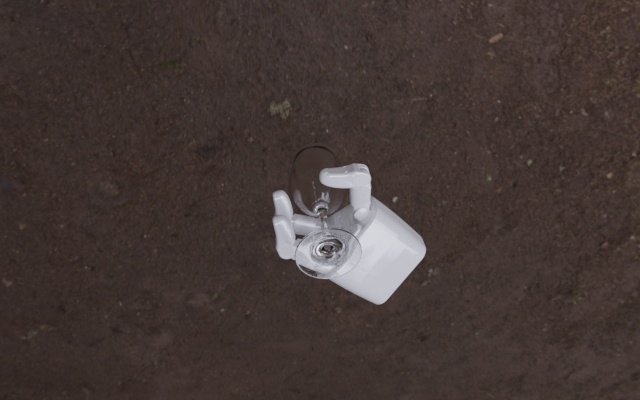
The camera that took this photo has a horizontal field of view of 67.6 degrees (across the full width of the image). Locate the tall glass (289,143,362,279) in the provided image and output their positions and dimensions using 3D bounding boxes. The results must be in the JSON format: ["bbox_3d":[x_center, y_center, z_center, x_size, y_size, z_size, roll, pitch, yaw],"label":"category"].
[{"bbox_3d":[0.000,0.002,0.604,0.079,0.079,0.201,0,36,-7],"label":"tall glass"}]
